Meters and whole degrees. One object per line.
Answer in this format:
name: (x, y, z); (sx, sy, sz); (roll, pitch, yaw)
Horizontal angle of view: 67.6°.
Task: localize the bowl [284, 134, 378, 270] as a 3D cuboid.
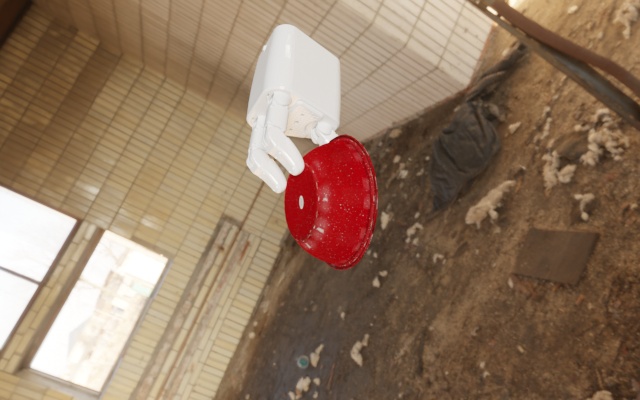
bowl: (0.000, 0.003, 0.559); (0.055, 0.162, 0.162); (1, -1, -28)
